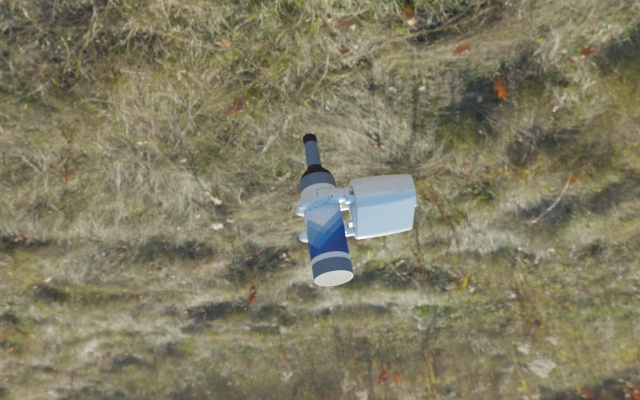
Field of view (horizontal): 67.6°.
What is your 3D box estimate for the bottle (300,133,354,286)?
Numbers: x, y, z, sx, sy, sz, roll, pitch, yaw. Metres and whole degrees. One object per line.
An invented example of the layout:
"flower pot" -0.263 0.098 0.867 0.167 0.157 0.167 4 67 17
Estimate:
"bottle" 0.000 0.003 0.856 0.069 0.295 0.069 -7 -30 -4
